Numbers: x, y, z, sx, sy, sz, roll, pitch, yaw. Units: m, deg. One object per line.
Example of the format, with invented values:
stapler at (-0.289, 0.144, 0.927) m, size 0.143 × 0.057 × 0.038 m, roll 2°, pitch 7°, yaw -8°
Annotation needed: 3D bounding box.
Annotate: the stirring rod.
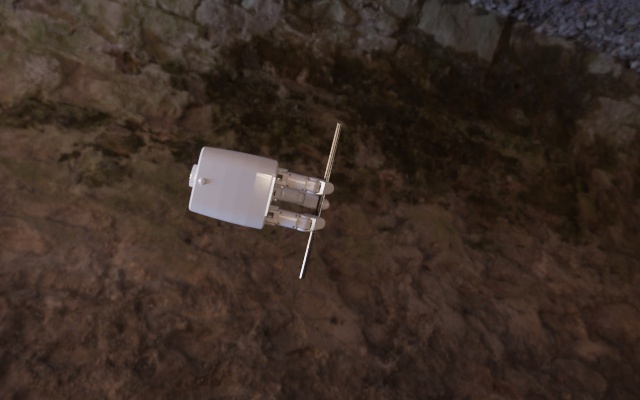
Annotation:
stirring rod at (0.000, 0.002, 0.723) m, size 0.011 × 0.239 × 0.011 m, roll 14°, pitch 5°, yaw -1°
